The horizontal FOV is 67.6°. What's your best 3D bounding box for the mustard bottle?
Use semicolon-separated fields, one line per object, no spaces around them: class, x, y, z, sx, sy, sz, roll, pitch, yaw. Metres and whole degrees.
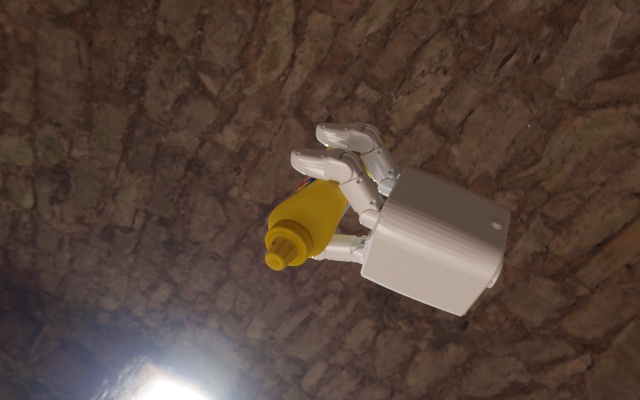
mustard bottle;0.000;0.001;0.462;0.096;0.058;0.191;-43;7;40
